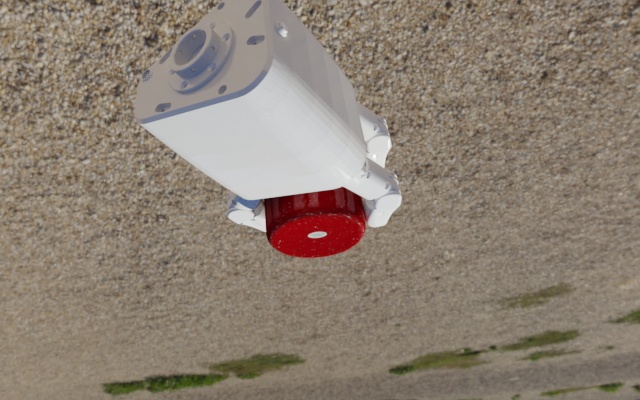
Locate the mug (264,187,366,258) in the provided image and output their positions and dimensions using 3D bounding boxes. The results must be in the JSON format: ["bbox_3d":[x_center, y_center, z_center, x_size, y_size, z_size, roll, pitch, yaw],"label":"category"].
[{"bbox_3d":[0.001,0.002,0.415,0.093,0.081,0.117,-23,-36,25],"label":"mug"}]
